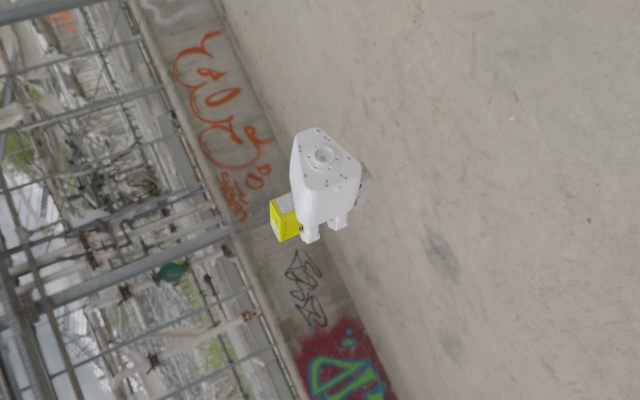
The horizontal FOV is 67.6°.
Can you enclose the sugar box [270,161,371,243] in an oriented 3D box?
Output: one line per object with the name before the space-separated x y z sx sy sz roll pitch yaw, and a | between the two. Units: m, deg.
sugar box | 0.000 0.003 0.821 0.176 0.048 0.093 -22 -24 -17
